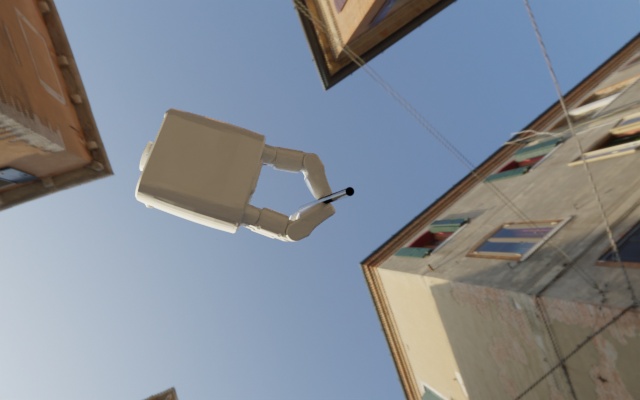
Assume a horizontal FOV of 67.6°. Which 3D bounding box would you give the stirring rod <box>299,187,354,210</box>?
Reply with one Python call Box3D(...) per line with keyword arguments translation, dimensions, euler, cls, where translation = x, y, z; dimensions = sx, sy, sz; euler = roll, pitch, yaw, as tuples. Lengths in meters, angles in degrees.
Box3D(translation=(0.000, 0.002, 0.528), dimensions=(0.011, 0.011, 0.239), euler=(0, -5, -12), cls="stirring rod")
